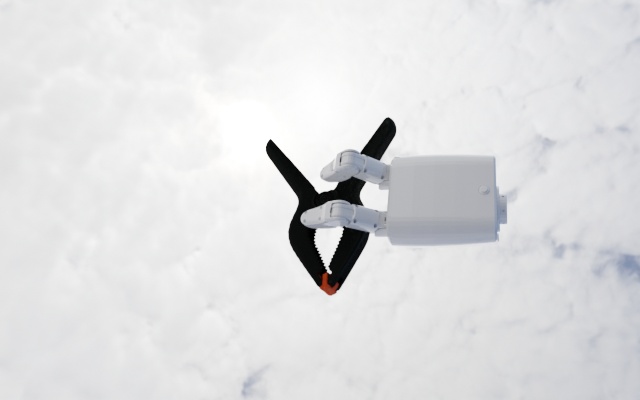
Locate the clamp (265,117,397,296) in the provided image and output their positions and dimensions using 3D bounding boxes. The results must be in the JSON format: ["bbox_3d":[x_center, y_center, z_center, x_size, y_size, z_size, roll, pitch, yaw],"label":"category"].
[{"bbox_3d":[0.001,0.003,0.548,0.164,0.210,0.036,-2,-24,21],"label":"clamp"}]
